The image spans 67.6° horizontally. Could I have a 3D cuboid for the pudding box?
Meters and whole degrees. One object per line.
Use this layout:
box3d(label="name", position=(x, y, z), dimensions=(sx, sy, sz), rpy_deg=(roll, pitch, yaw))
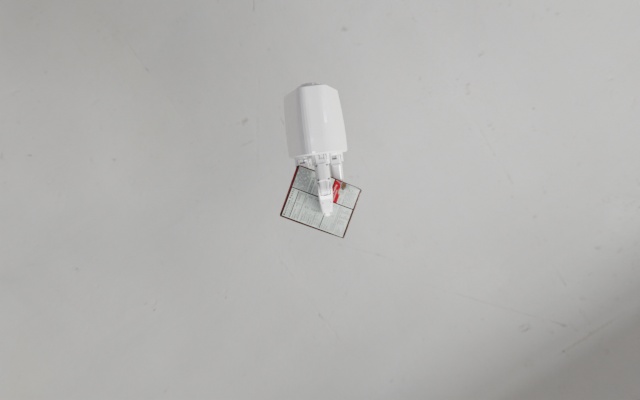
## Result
box3d(label="pudding box", position=(0.000, 0.002, 0.778), dimensions=(0.113, 0.090, 0.039), rpy_deg=(21, 1, -3))
